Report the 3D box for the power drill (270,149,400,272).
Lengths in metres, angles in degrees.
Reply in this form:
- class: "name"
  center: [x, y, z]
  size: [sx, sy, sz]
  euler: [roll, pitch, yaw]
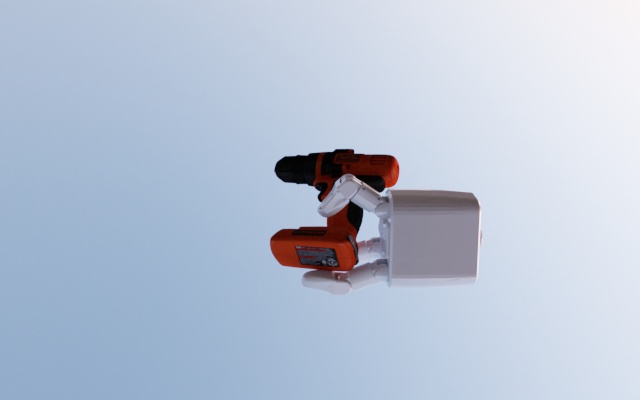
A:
- class: "power drill"
  center: [0.000, 0.002, 0.631]
  size: [0.184, 0.057, 0.187]
  euler: [1, 45, 22]
